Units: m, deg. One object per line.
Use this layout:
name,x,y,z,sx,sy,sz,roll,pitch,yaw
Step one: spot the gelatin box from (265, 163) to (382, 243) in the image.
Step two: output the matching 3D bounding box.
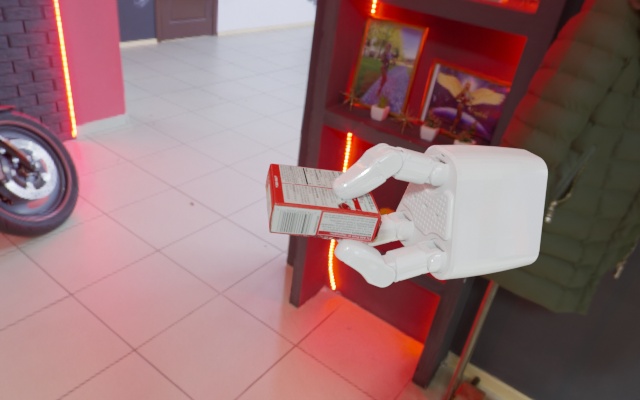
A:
gelatin box,0.000,0.001,0.402,0.089,0.030,0.073,7,29,-13
